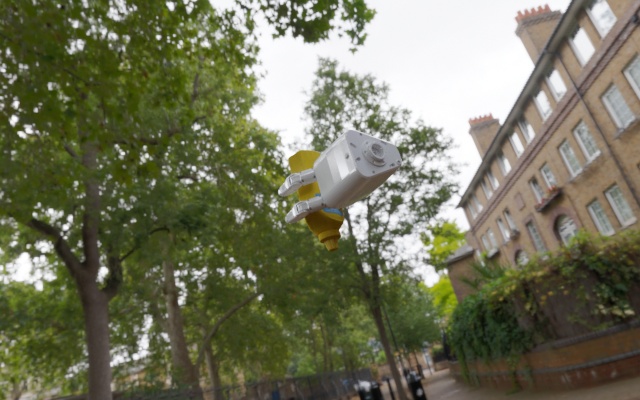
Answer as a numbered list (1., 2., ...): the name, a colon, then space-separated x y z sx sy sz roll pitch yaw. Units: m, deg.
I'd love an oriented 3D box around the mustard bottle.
1. mustard bottle: 0.000 0.003 0.890 0.058 0.191 0.096 -28 -24 28
